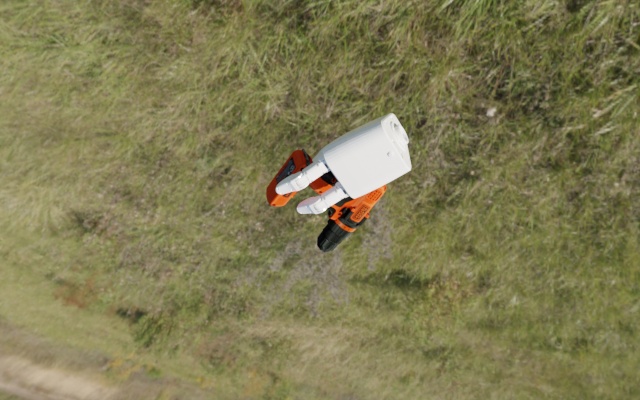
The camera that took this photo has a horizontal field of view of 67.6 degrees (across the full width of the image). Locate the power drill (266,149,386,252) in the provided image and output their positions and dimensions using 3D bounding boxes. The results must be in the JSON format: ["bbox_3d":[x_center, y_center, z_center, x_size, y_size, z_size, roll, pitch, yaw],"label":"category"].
[{"bbox_3d":[0.000,0.002,0.854,0.188,0.184,0.057,23,26,-31],"label":"power drill"}]
